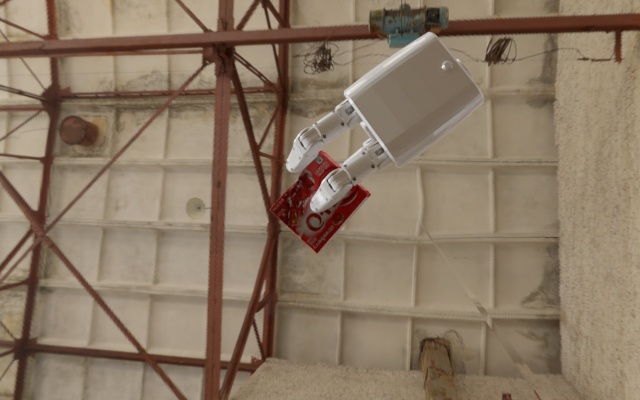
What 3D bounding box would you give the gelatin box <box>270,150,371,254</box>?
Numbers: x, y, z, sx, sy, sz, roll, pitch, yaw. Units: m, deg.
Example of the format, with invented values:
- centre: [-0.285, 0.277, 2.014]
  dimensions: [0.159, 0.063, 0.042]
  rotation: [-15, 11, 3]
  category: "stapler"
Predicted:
- centre: [0.000, 0.002, 0.531]
  dimensions: [0.073, 0.089, 0.030]
  rotation: [42, 9, 8]
  category: "gelatin box"
